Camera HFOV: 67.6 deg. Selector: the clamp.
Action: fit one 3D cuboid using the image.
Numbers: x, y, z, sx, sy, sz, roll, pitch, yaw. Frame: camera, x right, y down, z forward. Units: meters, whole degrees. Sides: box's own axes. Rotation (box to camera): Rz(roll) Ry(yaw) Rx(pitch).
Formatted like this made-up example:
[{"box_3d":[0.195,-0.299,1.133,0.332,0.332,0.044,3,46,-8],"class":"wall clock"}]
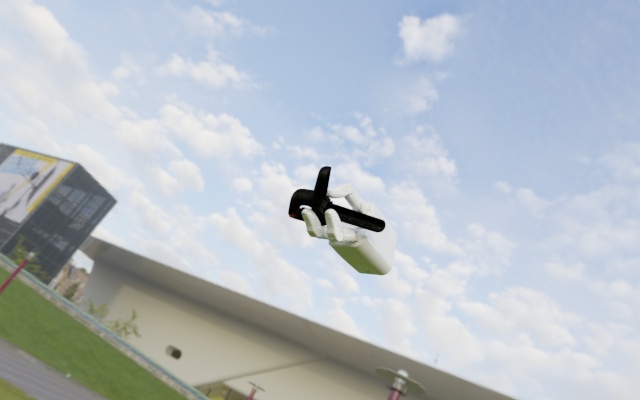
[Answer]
[{"box_3d":[0.000,0.002,0.884,0.210,0.036,0.165,-3,-43,47],"class":"clamp"}]
